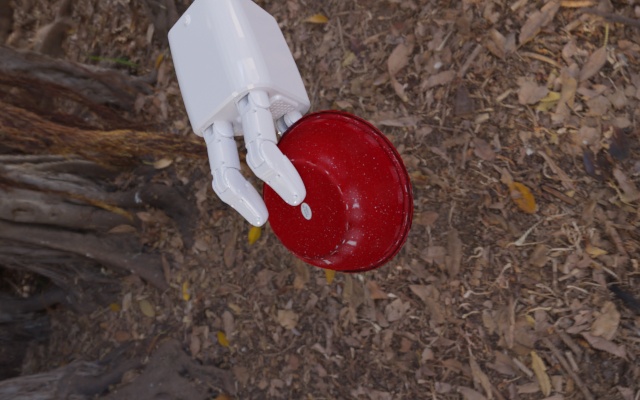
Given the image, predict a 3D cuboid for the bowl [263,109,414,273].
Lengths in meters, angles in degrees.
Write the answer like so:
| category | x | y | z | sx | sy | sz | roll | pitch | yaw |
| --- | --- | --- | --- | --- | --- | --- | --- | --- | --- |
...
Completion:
| category | x | y | z | sx | sy | sz | roll | pitch | yaw |
| --- | --- | --- | --- | --- | --- | --- | --- | --- | --- |
| bowl | 0.001 | 0.003 | 0.438 | 0.162 | 0.162 | 0.055 | 0 | 16 | 36 |
